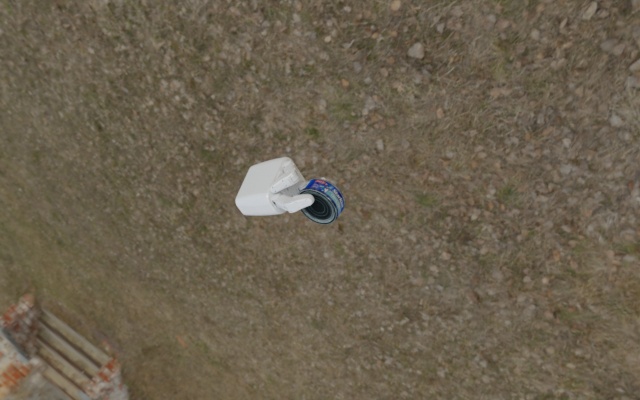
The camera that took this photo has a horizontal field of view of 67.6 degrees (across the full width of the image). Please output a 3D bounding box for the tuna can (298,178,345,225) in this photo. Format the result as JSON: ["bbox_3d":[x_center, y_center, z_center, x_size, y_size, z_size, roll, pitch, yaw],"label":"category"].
[{"bbox_3d":[0.000,0.003,0.882,0.086,0.086,0.033,0,37,36],"label":"tuna can"}]
